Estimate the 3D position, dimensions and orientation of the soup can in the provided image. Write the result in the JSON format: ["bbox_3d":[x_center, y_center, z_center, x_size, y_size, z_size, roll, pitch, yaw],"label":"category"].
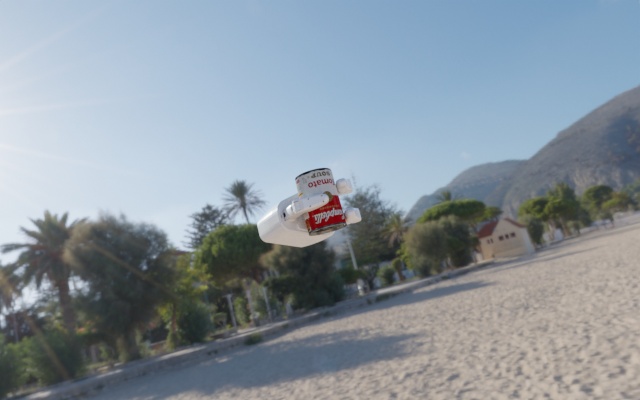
[{"bbox_3d":[0.000,0.002,0.821,0.068,0.102,0.068,-14,-12,-3],"label":"soup can"}]
